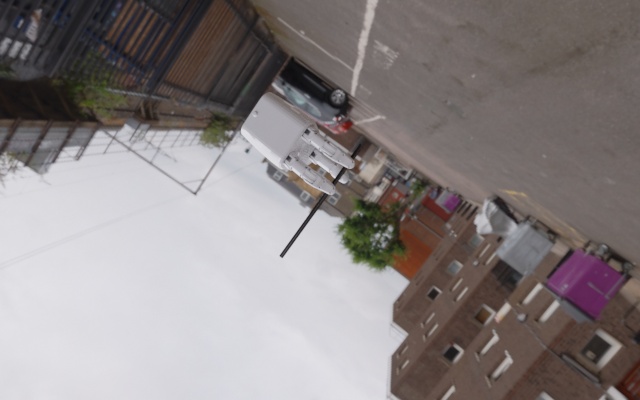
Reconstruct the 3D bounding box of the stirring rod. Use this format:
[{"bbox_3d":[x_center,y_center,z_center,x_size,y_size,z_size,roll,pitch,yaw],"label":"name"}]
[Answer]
[{"bbox_3d":[0.000,0.003,0.822,0.011,0.239,0.011,35,9,-6],"label":"stirring rod"}]
